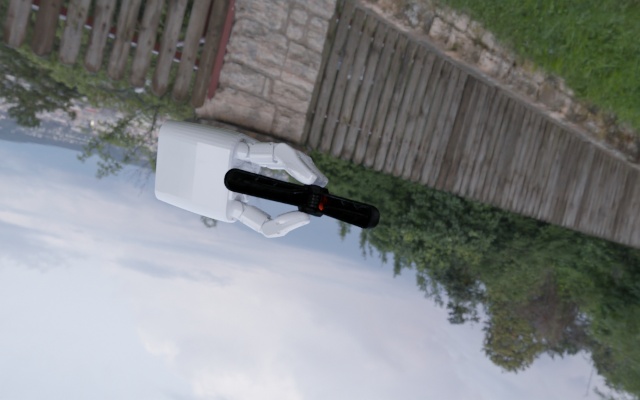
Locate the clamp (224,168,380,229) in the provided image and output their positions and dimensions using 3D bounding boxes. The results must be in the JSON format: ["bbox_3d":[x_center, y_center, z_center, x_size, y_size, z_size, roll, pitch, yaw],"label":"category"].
[{"bbox_3d":[0.000,0.003,0.567,0.164,0.036,0.210,17,1,15],"label":"clamp"}]
